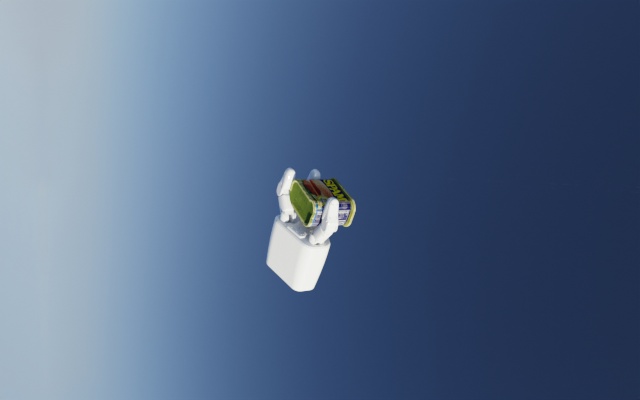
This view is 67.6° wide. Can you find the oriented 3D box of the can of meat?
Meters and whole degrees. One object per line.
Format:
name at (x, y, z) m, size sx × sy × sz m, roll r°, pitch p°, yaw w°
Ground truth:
can of meat at (0.000, 0.003, 0.858) m, size 0.084 × 0.057 × 0.102 m, roll -1°, pitch 36°, yaw -30°
